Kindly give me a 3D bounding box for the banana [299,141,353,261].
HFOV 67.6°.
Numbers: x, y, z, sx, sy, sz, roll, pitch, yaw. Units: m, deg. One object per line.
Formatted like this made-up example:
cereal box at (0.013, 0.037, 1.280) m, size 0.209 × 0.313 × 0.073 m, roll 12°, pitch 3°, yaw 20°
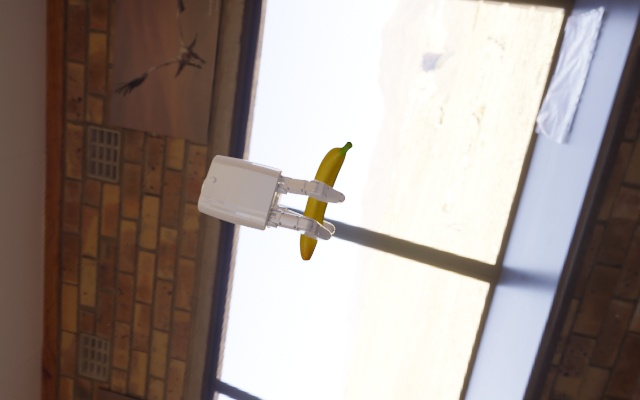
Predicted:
banana at (0.000, -0.003, 0.759) m, size 0.037 × 0.198 × 0.069 m, roll 18°, pitch 6°, yaw -7°
